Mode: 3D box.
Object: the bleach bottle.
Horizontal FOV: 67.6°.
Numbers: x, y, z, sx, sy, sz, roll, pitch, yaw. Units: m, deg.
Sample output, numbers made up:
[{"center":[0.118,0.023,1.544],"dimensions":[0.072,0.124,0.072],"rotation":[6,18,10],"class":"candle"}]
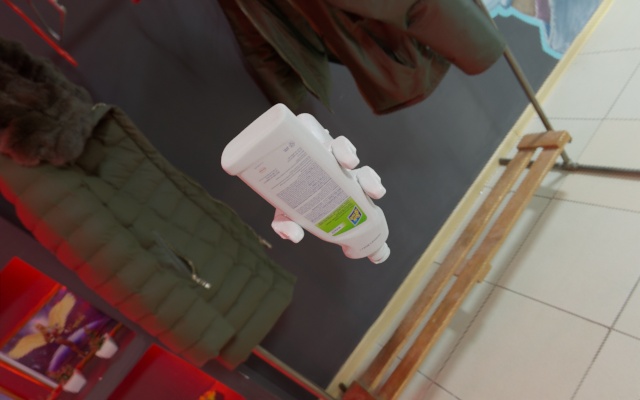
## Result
[{"center":[0.000,0.002,0.598],"dimensions":[0.102,0.251,0.068],"rotation":[-37,30,13],"class":"bleach bottle"}]
